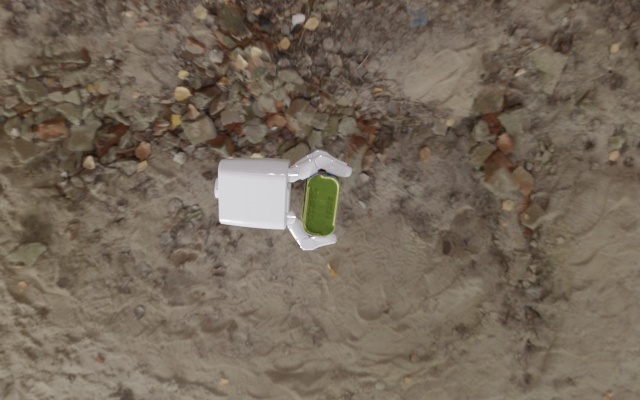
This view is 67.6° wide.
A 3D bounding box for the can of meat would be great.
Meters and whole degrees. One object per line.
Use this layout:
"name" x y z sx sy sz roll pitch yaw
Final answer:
"can of meat" 0.000 0.003 0.766 0.057 0.102 0.084 6 8 -2
